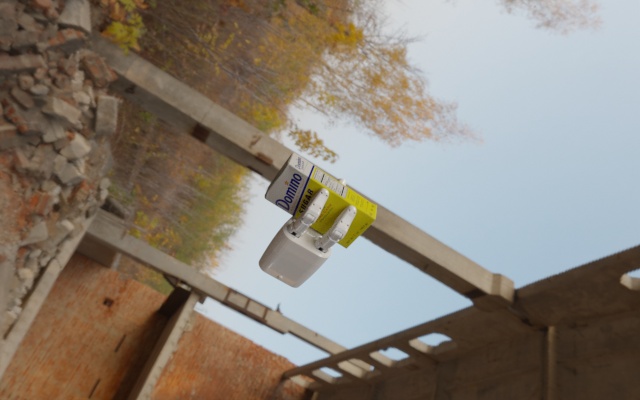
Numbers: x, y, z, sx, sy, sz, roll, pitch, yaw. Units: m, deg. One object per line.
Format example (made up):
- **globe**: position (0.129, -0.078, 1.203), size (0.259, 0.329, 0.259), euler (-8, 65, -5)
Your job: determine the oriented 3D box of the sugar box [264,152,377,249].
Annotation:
- **sugar box**: position (0.000, 0.003, 0.822), size (0.176, 0.093, 0.048), euler (30, 37, -12)
